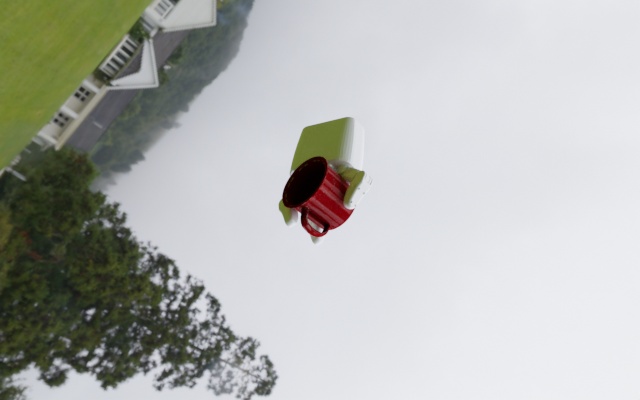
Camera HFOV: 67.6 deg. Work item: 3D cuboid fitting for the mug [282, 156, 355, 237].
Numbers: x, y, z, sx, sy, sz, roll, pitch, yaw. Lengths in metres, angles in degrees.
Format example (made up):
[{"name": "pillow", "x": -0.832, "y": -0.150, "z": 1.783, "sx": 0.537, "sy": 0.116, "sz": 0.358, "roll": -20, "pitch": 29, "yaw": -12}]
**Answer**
[{"name": "mug", "x": 0.000, "y": 0.004, "z": 0.724, "sx": 0.093, "sy": 0.117, "sz": 0.081, "roll": -23, "pitch": -48, "yaw": 37}]
